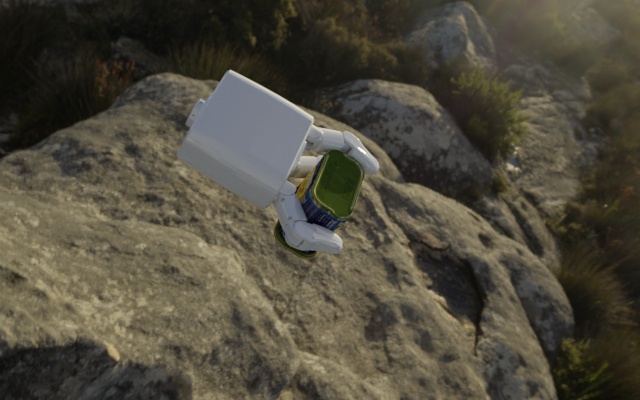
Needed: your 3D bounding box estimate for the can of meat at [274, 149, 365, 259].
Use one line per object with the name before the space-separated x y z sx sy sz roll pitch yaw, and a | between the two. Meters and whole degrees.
can of meat | 0.000 0.002 0.536 0.057 0.102 0.084 32 -47 -11
